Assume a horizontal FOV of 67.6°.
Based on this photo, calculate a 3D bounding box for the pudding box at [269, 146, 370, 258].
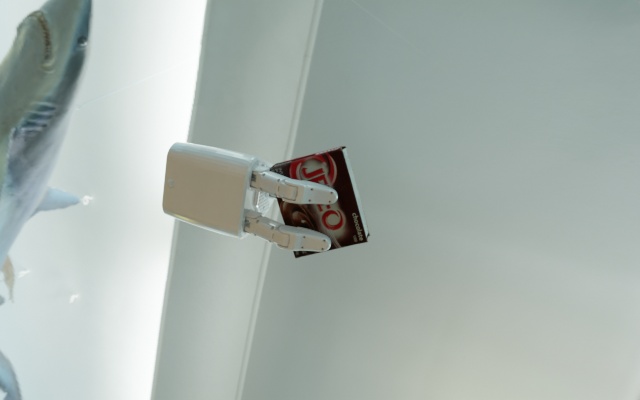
[{"bbox_3d":[0.000,0.002,0.555,0.090,0.113,0.039,-14,10,16],"label":"pudding box"}]
